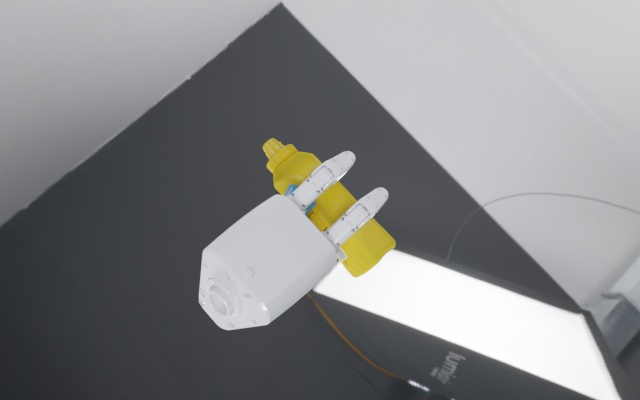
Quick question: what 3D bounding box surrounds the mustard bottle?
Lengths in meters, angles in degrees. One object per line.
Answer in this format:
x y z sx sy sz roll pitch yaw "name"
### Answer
0.000 0.002 0.563 0.058 0.191 0.096 -41 -6 -18 "mustard bottle"
